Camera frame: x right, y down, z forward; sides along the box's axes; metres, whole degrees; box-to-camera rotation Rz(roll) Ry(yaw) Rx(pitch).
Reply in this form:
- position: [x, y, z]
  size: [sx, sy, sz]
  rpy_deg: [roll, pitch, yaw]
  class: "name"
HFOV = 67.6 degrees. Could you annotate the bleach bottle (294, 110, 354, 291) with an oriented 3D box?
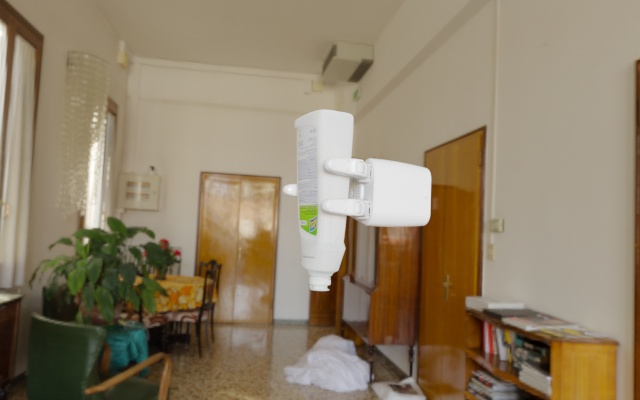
- position: [0.000, 0.002, 0.694]
  size: [0.068, 0.251, 0.102]
  rpy_deg: [4, -4, -26]
  class: "bleach bottle"
